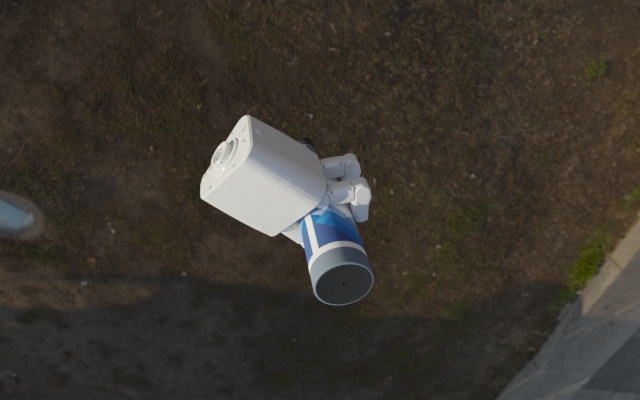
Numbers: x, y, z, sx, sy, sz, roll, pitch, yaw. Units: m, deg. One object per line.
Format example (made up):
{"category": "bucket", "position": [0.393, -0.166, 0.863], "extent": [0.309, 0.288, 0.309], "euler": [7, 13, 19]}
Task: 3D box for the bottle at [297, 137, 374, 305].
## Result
{"category": "bottle", "position": [0.000, 0.002, 0.624], "extent": [0.069, 0.069, 0.295], "euler": [0, 37, -12]}
